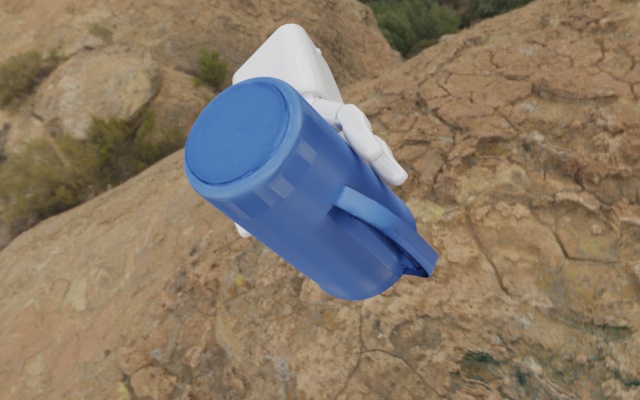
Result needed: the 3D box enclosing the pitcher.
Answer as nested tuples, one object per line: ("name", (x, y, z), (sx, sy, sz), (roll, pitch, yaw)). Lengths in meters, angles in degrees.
("pitcher", (0.000, 0.001, 0.440), (0.149, 0.145, 0.243), (-24, -34, 17))
